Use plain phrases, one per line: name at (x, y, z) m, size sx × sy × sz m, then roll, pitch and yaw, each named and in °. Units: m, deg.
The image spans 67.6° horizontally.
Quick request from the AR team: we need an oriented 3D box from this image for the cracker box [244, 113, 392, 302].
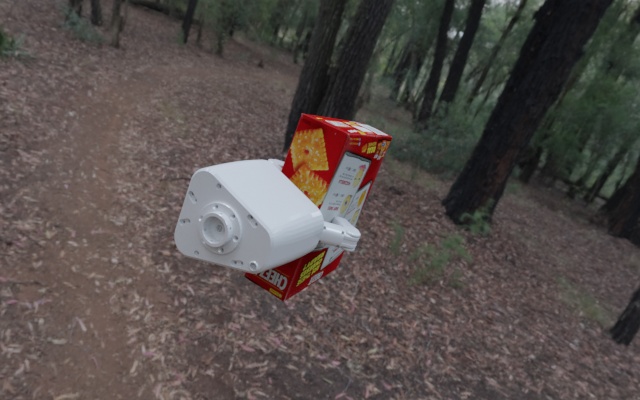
cracker box at (0.000, 0.002, 0.614) m, size 0.072 × 0.214 × 0.164 m, roll 28°, pitch 17°, yaw 20°
